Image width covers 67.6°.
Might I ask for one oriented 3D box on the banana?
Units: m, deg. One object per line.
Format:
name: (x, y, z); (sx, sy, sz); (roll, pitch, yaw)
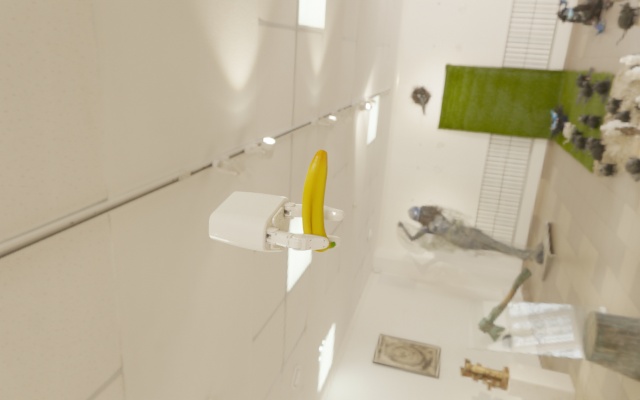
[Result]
banana: (-0.006, 0.015, 0.784); (0.037, 0.198, 0.069); (9, 36, 19)
